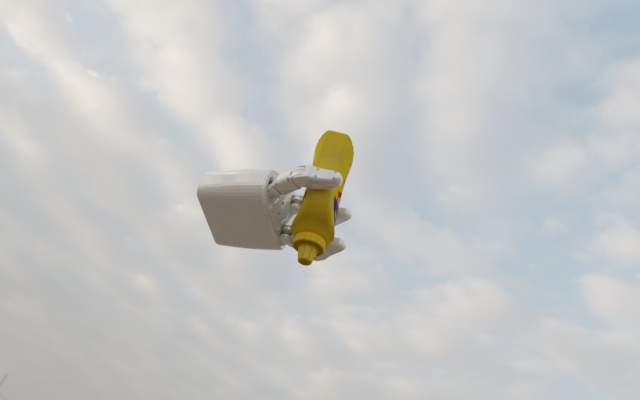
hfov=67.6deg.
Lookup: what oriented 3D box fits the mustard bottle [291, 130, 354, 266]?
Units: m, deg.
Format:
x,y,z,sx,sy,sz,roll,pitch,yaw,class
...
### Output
x,y,z,sx,sy,sz,roll,pitch,yaw,class
0.000,0.002,0.644,0.058,0.191,0.096,15,-36,2,mustard bottle
